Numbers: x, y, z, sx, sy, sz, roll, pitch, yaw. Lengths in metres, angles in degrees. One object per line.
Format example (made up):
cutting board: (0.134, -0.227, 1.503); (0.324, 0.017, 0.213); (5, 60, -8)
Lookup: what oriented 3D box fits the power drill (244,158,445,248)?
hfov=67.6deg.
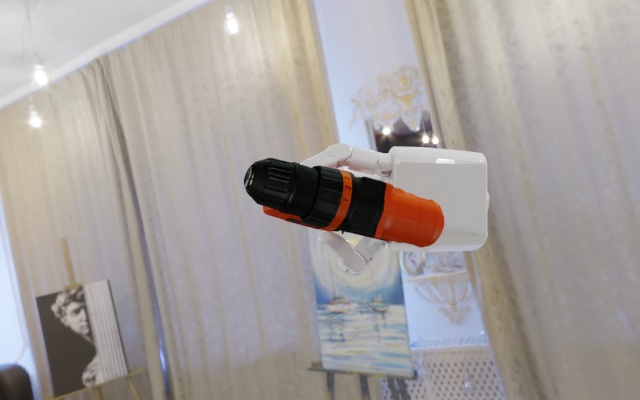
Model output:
power drill: (0.000, 0.002, 0.474); (0.184, 0.057, 0.187); (16, -3, -20)
